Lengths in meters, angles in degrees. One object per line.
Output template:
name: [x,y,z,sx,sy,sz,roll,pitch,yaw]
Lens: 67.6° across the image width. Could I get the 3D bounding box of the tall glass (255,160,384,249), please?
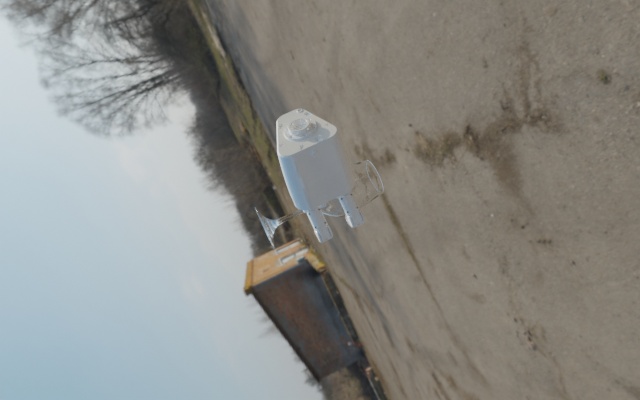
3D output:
tall glass: [0.000,0.003,0.776,0.201,0.079,0.079,-25,3,-6]
